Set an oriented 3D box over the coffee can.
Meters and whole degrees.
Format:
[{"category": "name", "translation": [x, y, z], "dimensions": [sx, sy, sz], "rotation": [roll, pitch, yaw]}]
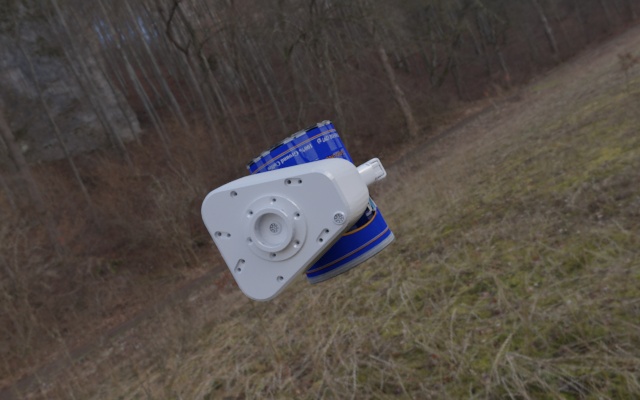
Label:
[{"category": "coffee can", "translation": [0.000, 0.002, 0.506], "dimensions": [0.103, 0.140, 0.103], "rotation": [-29, 1, 0]}]
